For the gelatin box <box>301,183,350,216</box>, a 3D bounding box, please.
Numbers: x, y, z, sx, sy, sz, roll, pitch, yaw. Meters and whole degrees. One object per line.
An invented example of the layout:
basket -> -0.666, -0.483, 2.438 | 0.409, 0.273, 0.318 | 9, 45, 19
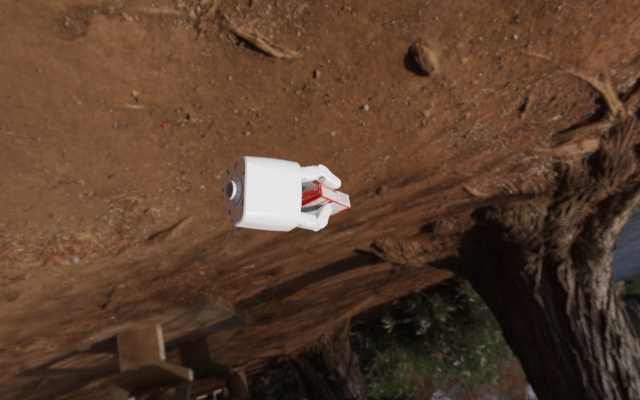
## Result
gelatin box -> 0.000, 0.003, 0.893 | 0.073, 0.030, 0.089 | -24, -29, 33
